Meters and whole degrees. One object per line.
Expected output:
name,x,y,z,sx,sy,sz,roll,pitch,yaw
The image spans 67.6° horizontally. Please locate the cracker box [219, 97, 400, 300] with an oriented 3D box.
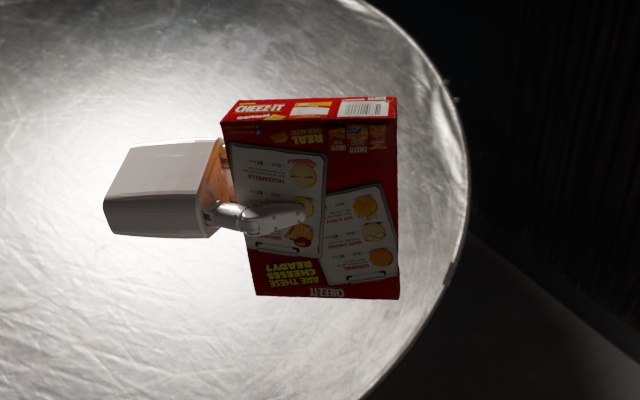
cracker box,0.000,0.002,0.502,0.164,0.214,0.072,0,32,10
